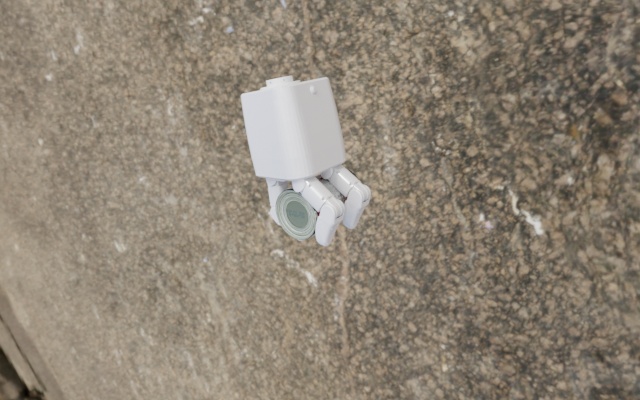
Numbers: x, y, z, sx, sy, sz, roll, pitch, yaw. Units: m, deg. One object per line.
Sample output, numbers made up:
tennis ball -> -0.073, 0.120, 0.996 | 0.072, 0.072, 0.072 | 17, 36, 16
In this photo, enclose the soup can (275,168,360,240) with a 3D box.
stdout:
soup can -> 0.000, 0.003, 0.615 | 0.068, 0.068, 0.102 | 0, 18, 40
